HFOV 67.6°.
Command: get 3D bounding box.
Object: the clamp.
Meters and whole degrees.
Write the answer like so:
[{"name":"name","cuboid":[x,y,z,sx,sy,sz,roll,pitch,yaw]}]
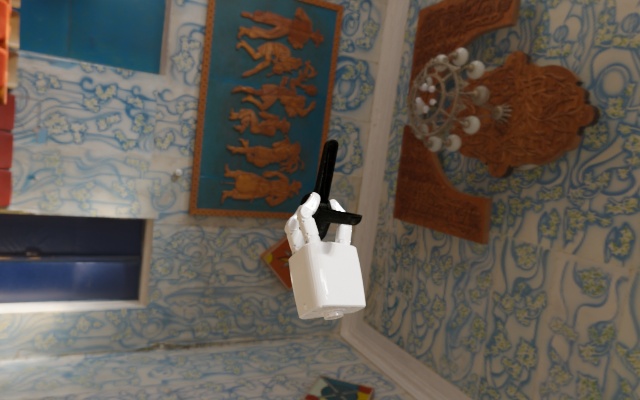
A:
[{"name":"clamp","cuboid":[0.001,0.003,0.858,0.036,0.164,0.210,2,-26,-28]}]
